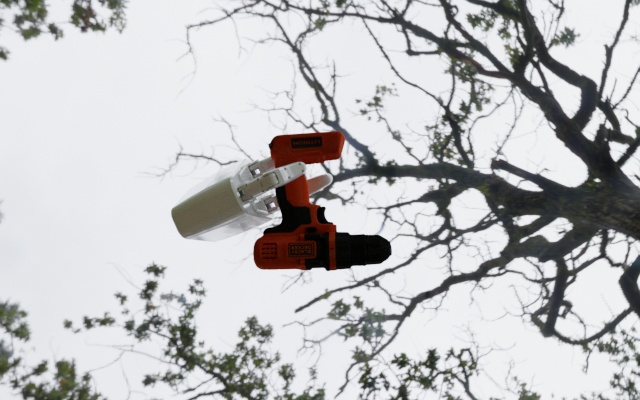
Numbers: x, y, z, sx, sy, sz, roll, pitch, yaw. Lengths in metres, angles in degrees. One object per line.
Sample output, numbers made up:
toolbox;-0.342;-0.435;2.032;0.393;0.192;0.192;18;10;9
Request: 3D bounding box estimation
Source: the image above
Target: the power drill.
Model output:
power drill;0.000;0.002;0.650;0.184;0.187;0.057;-2;-14;1
